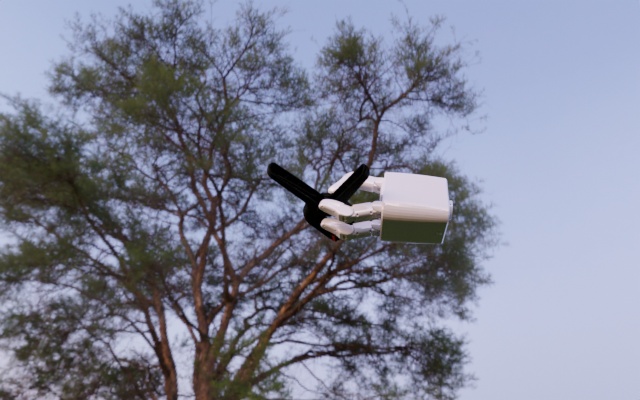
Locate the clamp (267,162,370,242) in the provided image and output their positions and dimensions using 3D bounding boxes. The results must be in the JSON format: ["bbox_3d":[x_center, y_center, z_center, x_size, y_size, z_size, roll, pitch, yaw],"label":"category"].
[{"bbox_3d":[0.001,0.002,0.818,0.164,0.036,0.210,7,-35,9],"label":"clamp"}]
